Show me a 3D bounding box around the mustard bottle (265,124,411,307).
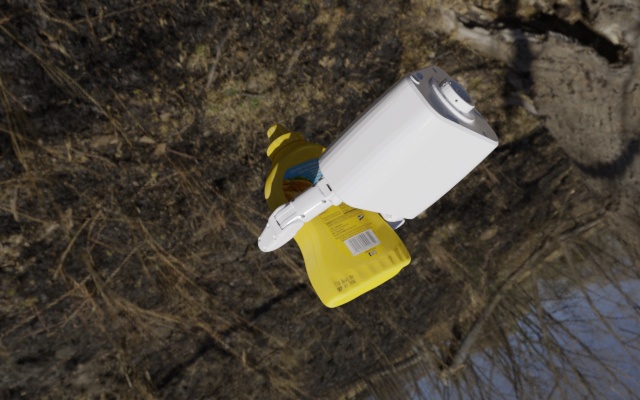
[{"bbox_3d":[0.000,0.002,0.471,0.096,0.191,0.058,-21,-20,-30],"label":"mustard bottle"}]
